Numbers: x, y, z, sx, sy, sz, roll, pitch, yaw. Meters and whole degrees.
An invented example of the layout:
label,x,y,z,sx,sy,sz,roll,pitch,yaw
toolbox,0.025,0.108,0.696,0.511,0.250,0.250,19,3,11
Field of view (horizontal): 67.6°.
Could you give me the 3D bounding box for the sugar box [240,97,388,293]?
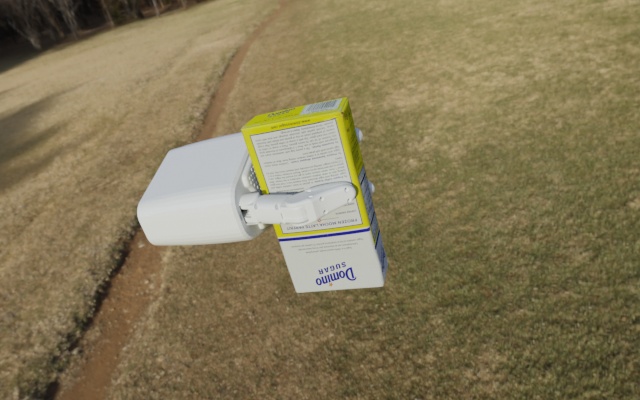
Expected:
label,x,y,z,sx,sy,sz,roll,pitch,yaw
sugar box,0.000,0.001,0.446,0.093,0.176,0.048,-7,27,18
